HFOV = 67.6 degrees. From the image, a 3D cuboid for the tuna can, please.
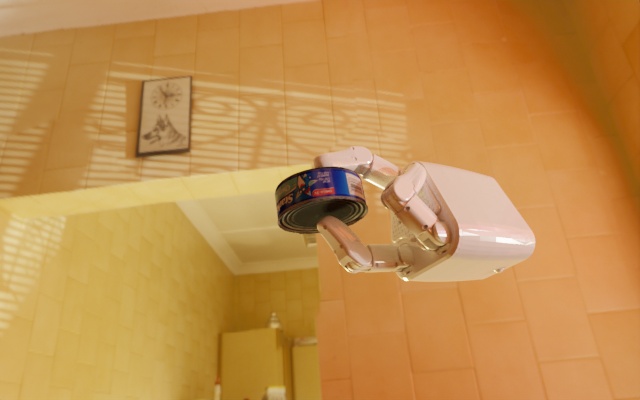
[{"bbox_3d":[0.000,0.001,0.453,0.086,0.033,0.086,-8,-23,-3],"label":"tuna can"}]
